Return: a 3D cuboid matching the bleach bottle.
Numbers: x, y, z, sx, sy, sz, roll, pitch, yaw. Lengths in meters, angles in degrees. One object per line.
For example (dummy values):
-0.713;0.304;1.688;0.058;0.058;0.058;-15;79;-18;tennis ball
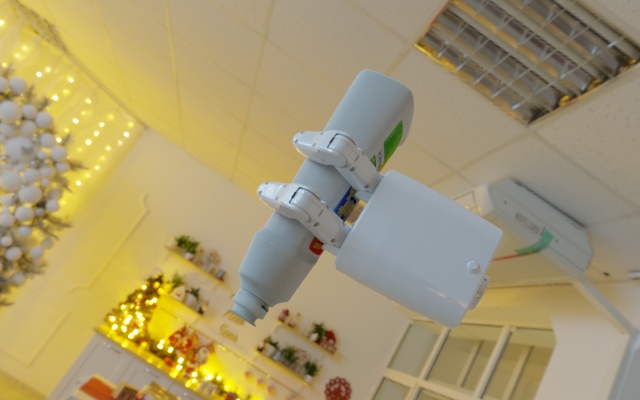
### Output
0.000;0.001;0.443;0.068;0.250;0.103;29;-19;13;bleach bottle
